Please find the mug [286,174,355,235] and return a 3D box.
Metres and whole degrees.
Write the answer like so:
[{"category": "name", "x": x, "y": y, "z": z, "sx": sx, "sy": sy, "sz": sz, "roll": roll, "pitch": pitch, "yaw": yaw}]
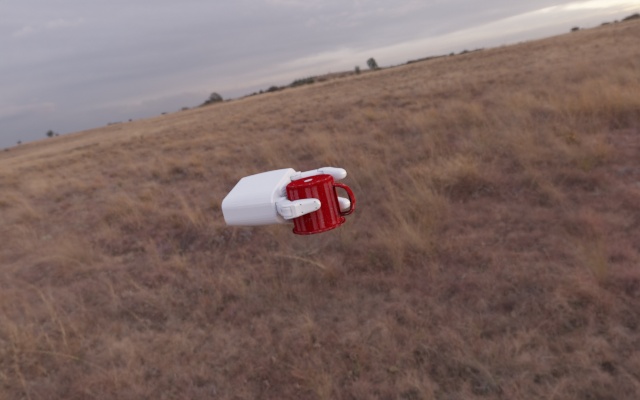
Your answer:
[{"category": "mug", "x": 0.001, "y": 0.002, "z": 0.793, "sx": 0.117, "sy": 0.081, "sz": 0.093, "roll": -7, "pitch": 13, "yaw": 24}]
